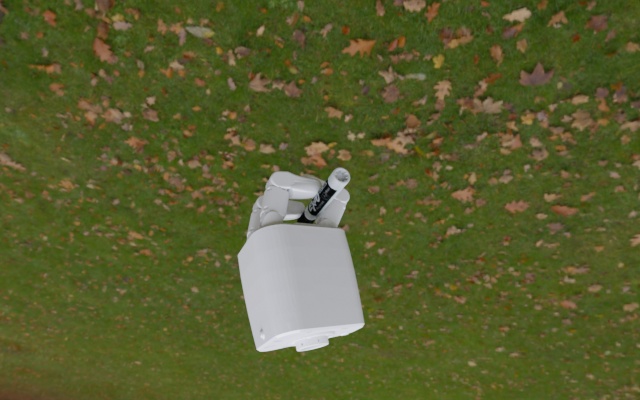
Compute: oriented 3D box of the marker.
[{"bbox_3d":[0.000,0.002,0.523,0.020,0.020,0.121,0,-26,-23],"label":"marker"}]
